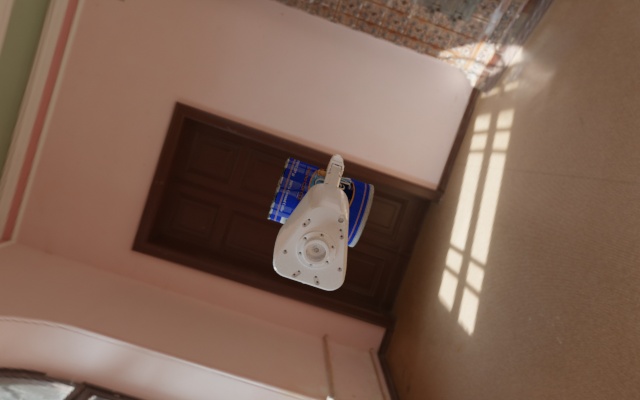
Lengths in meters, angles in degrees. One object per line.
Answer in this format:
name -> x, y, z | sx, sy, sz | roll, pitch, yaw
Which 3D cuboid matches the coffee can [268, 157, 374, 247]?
coffee can -> 0.000, 0.002, 0.745 | 0.140, 0.103, 0.103 | 19, -1, -4
